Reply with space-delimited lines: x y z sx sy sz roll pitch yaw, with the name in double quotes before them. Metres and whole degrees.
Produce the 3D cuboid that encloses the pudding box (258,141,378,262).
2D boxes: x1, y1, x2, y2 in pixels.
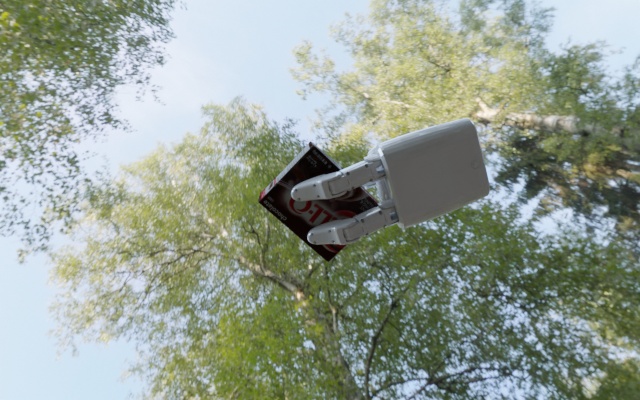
"pudding box" 0.000 0.002 0.546 0.113 0.090 0.039 42 10 -14
